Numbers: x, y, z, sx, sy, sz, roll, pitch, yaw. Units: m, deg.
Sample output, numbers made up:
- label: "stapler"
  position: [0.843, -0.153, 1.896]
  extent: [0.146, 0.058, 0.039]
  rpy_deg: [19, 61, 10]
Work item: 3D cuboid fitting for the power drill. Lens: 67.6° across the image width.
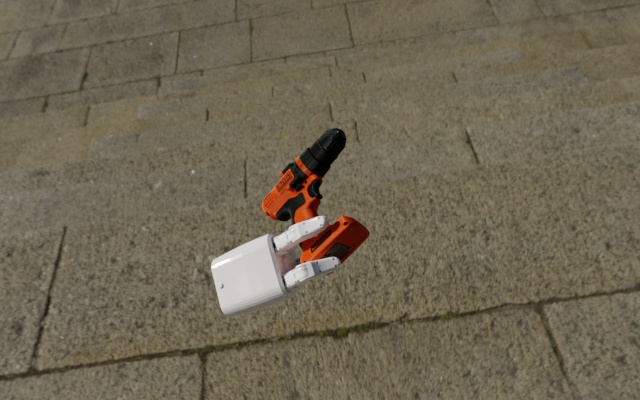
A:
- label: "power drill"
  position: [0.000, 0.003, 0.716]
  extent: [0.057, 0.184, 0.187]
  rpy_deg: [23, 27, -40]
